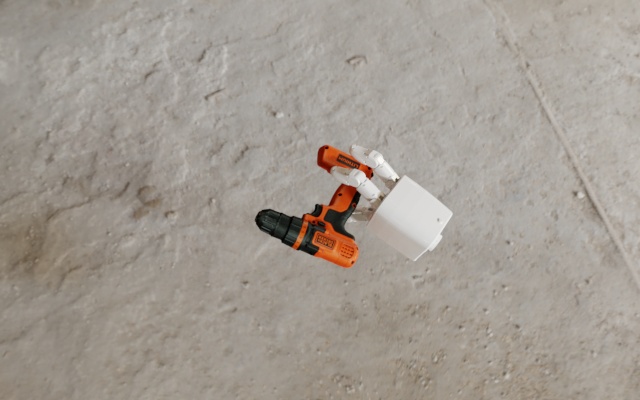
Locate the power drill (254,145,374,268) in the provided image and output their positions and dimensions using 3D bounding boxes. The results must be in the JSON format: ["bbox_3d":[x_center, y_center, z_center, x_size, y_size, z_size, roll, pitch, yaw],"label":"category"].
[{"bbox_3d":[0.001,0.002,0.822,0.184,0.187,0.057,25,-17,-11],"label":"power drill"}]
